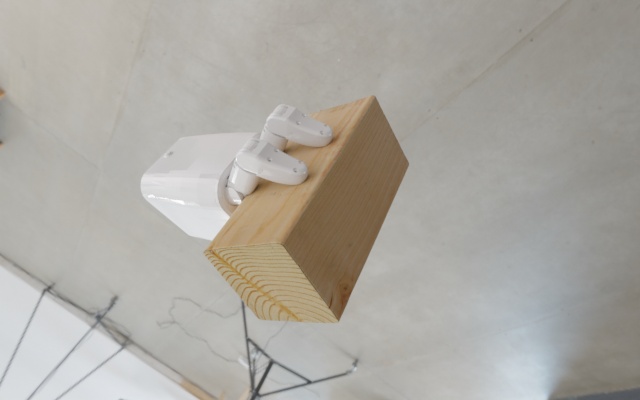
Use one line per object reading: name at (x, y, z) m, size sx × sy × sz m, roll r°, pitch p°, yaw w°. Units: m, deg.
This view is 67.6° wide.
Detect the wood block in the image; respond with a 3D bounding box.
wood block at (0.000, 0.002, 0.443) m, size 0.090 × 0.091 × 0.206 m, roll -9°, pitch 36°, yaw 37°
